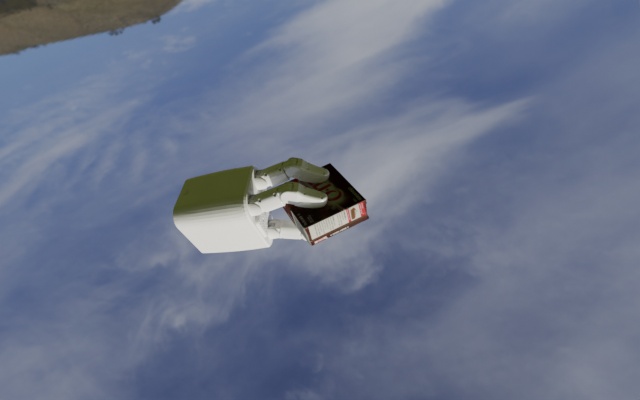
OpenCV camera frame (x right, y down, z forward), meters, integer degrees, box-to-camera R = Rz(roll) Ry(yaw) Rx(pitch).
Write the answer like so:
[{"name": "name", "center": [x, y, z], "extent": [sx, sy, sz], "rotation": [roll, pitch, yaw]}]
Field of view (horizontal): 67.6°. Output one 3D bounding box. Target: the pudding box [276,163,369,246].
[{"name": "pudding box", "center": [0.000, 0.002, 0.649], "extent": [0.090, 0.039, 0.113], "rotation": [-25, 40, -12]}]
